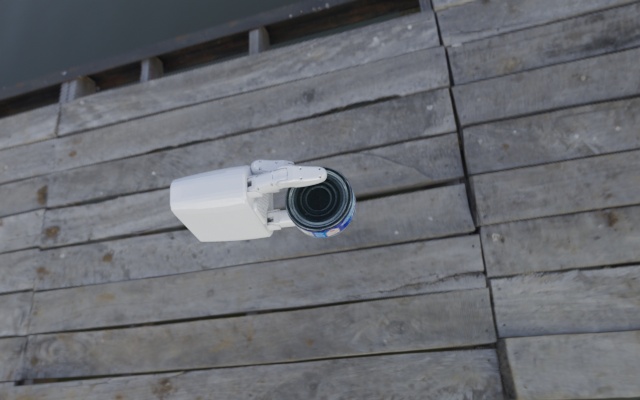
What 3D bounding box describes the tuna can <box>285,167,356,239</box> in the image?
[{"bbox_3d":[0.000,0.002,0.591,0.086,0.086,0.034,0,-19,12],"label":"tuna can"}]
